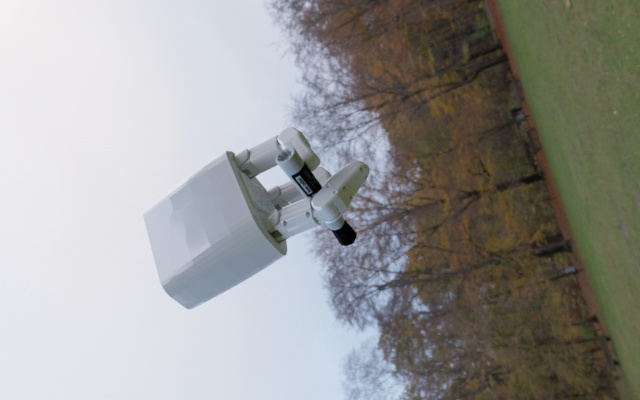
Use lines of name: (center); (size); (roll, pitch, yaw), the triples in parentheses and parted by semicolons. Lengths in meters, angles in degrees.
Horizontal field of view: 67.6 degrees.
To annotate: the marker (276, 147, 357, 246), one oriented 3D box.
marker: (0.000, 0.001, 0.423); (0.020, 0.020, 0.121); (0, -39, 38)
